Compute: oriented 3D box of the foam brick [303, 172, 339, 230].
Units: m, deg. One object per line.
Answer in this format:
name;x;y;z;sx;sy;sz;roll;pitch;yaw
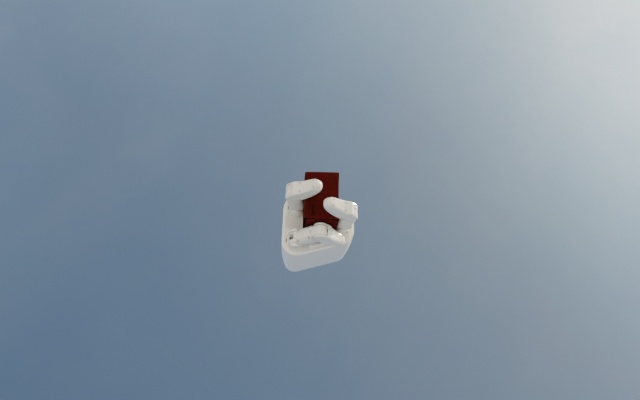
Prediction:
foam brick;0.000;0.002;0.717;0.053;0.078;0.051;3;-25;-3
